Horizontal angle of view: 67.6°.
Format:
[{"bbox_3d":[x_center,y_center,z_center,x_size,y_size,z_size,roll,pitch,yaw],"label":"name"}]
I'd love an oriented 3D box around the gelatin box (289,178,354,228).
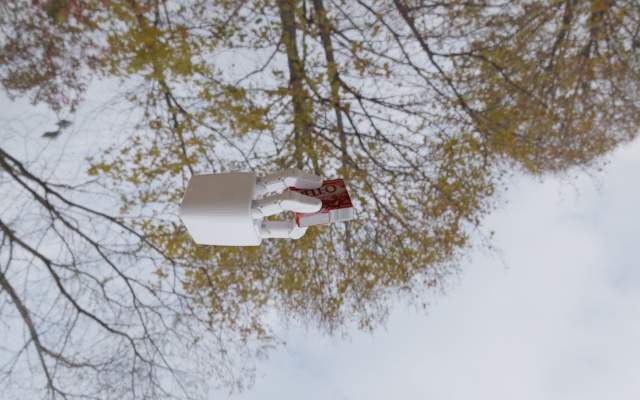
[{"bbox_3d":[0.000,0.003,0.737,0.089,0.030,0.073,-8,40,-8],"label":"gelatin box"}]
